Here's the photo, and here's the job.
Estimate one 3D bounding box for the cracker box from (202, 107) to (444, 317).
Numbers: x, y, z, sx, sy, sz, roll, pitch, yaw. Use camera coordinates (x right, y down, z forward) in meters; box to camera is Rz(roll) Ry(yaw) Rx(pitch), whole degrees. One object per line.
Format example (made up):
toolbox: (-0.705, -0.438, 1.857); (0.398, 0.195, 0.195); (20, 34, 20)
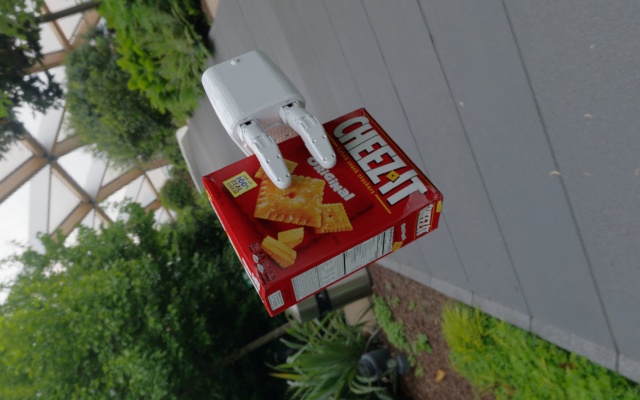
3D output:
cracker box: (0.000, 0.002, 0.533); (0.213, 0.164, 0.072); (-26, -33, -14)
